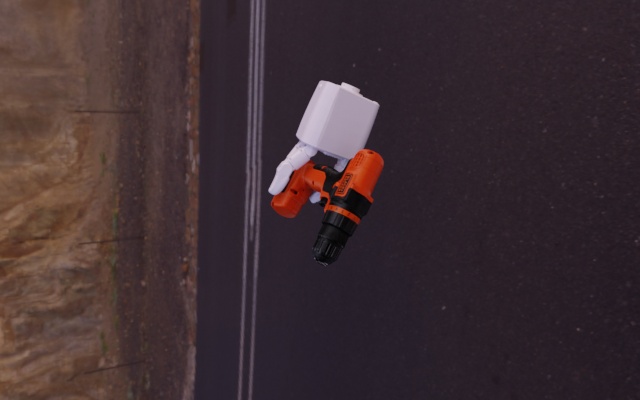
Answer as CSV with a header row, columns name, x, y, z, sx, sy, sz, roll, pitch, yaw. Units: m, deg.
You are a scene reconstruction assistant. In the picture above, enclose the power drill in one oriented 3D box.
name,x,y,z,sx,sy,sz,roll,pitch,yaw
power drill,0.000,0.002,0.755,0.057,0.184,0.187,37,-15,-36
